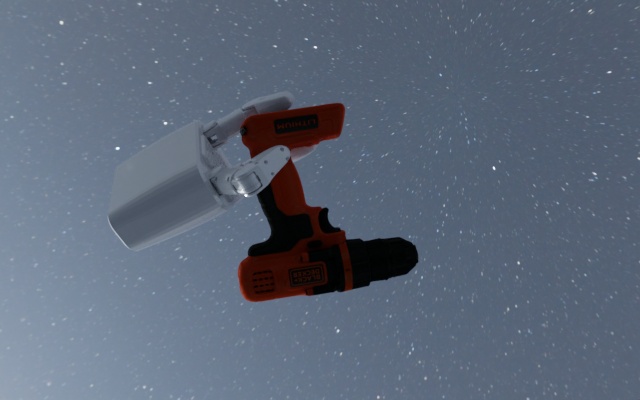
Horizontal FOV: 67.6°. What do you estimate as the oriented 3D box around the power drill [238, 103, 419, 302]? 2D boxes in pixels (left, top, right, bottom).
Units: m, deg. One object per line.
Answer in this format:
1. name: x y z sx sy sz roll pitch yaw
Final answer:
1. power drill: 0.000 0.001 0.480 0.184 0.187 0.057 -9 2 -8
